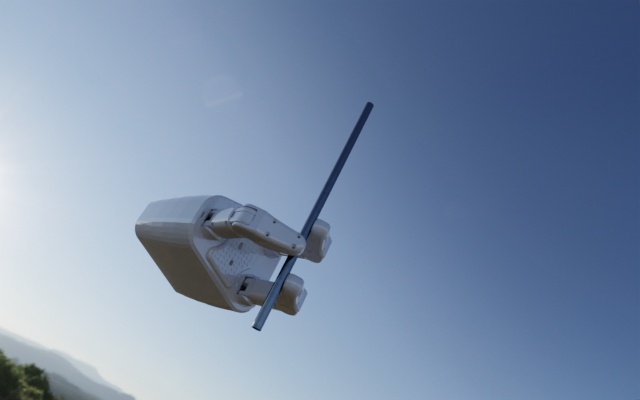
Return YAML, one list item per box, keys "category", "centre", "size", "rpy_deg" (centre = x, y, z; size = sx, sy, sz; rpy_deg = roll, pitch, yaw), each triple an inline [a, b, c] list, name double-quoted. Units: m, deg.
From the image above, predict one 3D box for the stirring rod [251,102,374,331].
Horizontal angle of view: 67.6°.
- category: "stirring rod"
  centre: [0.000, 0.001, 0.414]
  size: [0.011, 0.239, 0.011]
  rpy_deg: [21, -28, 12]
